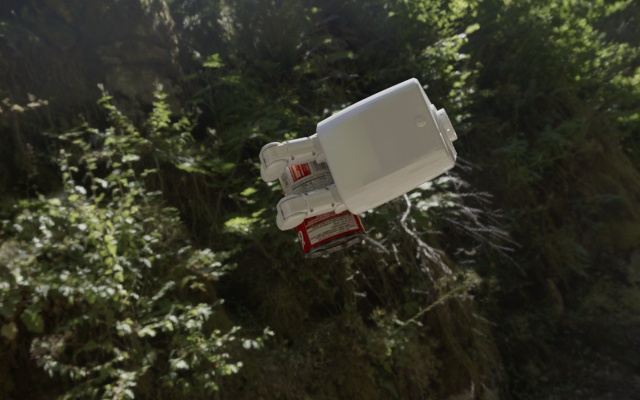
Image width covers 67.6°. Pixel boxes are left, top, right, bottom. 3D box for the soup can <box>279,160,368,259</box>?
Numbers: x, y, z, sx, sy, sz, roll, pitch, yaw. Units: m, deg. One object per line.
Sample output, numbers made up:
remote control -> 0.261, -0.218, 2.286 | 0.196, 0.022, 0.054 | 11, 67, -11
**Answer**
soup can -> 0.000, 0.002, 0.503 | 0.068, 0.102, 0.068 | -19, -14, -5
